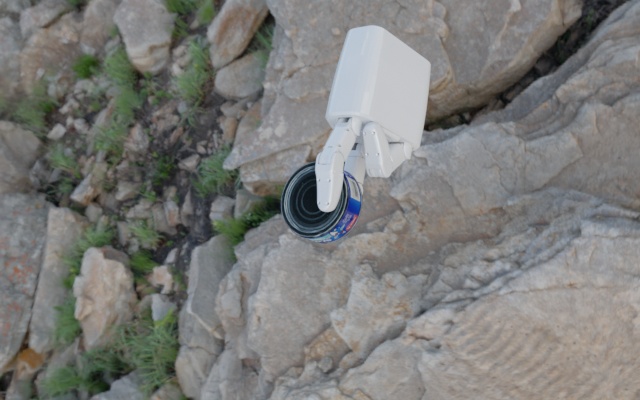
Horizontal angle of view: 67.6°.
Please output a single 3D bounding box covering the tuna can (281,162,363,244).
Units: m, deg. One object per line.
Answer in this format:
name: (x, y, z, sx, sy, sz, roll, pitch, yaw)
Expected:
tuna can: (0.000, 0.002, 0.515, 0.086, 0.086, 0.034, 0, -13, 32)
